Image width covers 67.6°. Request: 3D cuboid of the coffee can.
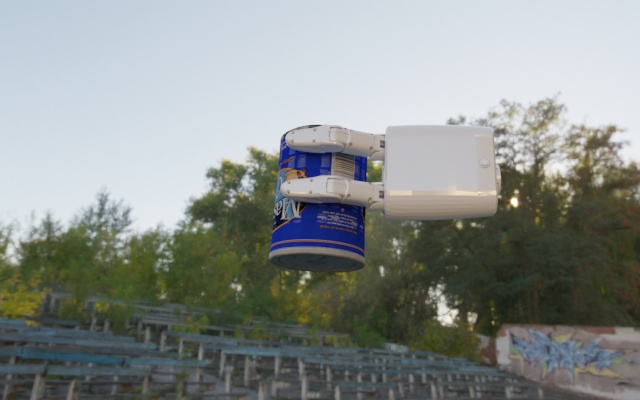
[{"bbox_3d":[0.000,0.002,0.530,0.103,0.140,0.103,3,-18,1],"label":"coffee can"}]
